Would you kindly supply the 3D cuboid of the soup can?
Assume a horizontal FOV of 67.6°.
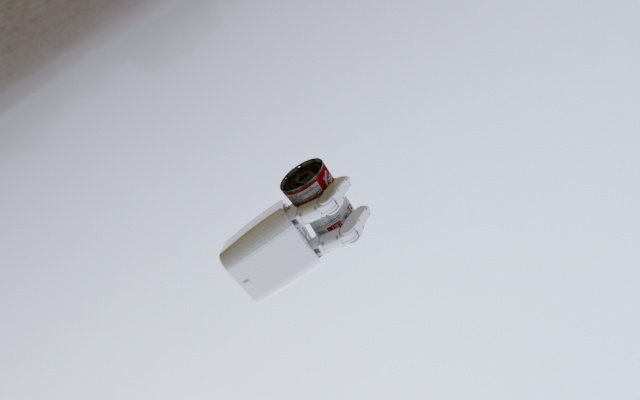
[{"bbox_3d":[0.001,0.002,0.656,0.068,0.102,0.068,-27,28,16],"label":"soup can"}]
